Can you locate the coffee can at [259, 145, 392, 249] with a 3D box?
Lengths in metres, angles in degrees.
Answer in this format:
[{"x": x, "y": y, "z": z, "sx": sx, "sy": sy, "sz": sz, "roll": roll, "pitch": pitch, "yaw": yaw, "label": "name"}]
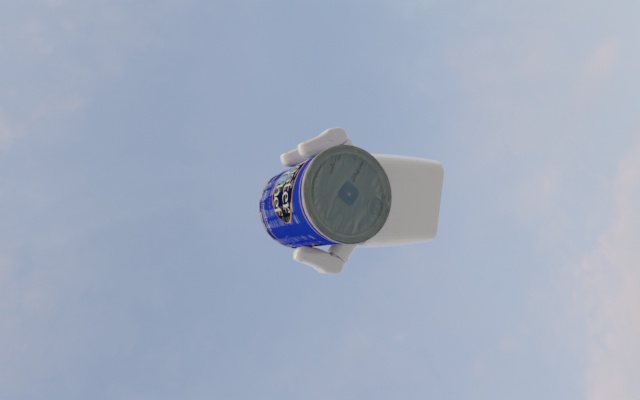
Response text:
[{"x": 0.000, "y": 0.002, "z": 0.547, "sx": 0.103, "sy": 0.103, "sz": 0.140, "roll": 0, "pitch": -7, "yaw": -26, "label": "coffee can"}]
